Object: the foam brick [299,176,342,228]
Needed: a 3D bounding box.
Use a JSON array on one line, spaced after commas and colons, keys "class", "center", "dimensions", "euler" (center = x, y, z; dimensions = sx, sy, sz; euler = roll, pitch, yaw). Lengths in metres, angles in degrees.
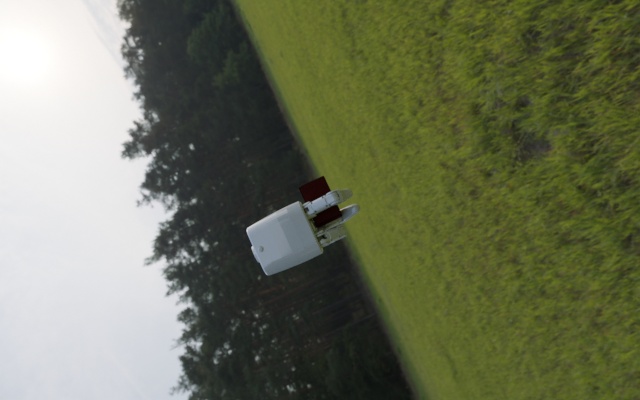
[{"class": "foam brick", "center": [0.000, 0.003, 0.861], "dimensions": [0.051, 0.078, 0.053], "euler": [-25, -8, 1]}]
